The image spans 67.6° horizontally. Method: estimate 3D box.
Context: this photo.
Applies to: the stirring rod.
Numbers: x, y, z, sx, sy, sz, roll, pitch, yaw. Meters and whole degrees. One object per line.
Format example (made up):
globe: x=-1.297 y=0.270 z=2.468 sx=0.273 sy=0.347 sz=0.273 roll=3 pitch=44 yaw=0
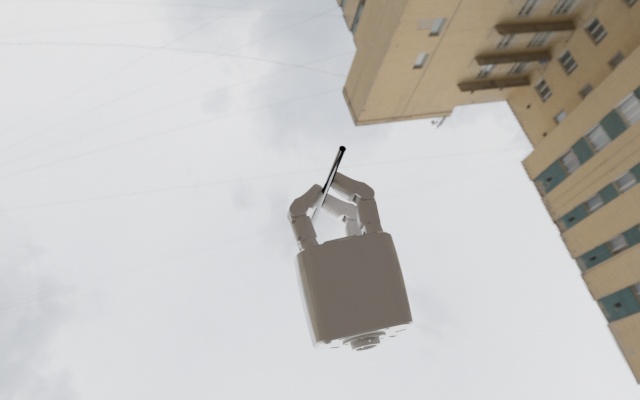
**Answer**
stirring rod: x=0.000 y=0.002 z=0.614 sx=0.011 sy=0.011 sz=0.240 roll=0 pitch=-29 yaw=-13
